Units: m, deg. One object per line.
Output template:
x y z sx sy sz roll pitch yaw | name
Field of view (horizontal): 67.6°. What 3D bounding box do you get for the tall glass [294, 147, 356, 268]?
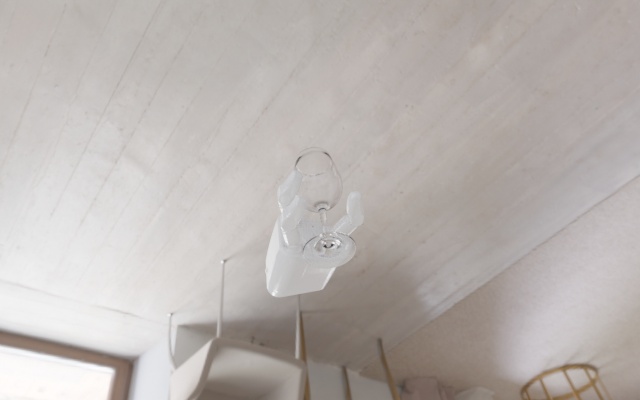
0.000 0.003 0.723 0.079 0.079 0.200 0 43 -9 | tall glass
